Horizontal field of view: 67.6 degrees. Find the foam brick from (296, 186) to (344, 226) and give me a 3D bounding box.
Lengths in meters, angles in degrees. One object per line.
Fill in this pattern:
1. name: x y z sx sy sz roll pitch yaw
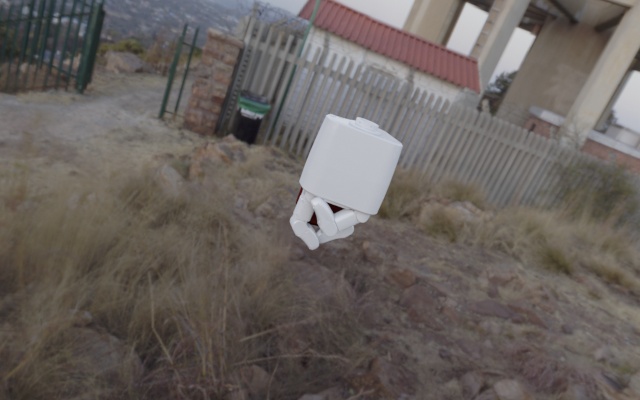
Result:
1. foam brick: 0.000 0.002 0.734 0.053 0.051 0.078 14 18 -20
